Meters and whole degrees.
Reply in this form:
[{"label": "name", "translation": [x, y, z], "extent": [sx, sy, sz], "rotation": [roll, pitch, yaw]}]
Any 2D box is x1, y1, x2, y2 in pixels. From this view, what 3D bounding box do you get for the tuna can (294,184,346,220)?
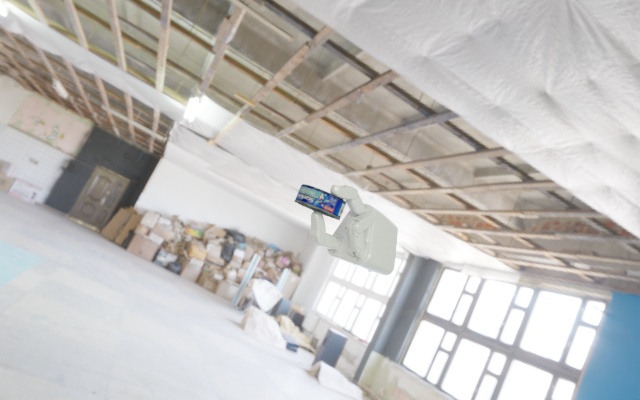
[{"label": "tuna can", "translation": [0.000, 0.002, 0.820], "extent": [0.086, 0.034, 0.086], "rotation": [22, -5, 2]}]
